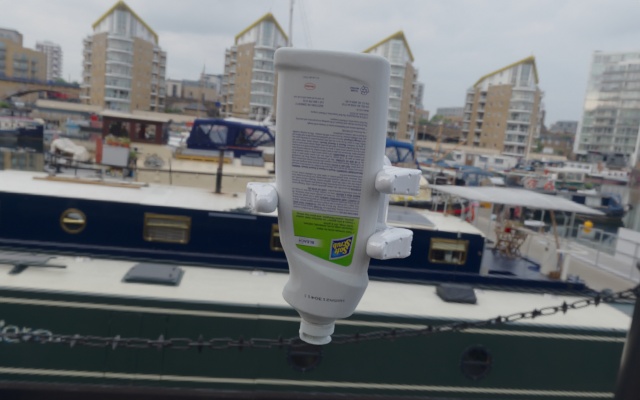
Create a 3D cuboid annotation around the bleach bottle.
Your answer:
[{"bbox_3d":[0.000,0.001,0.421,0.102,0.251,0.068,7,8,10],"label":"bleach bottle"}]
